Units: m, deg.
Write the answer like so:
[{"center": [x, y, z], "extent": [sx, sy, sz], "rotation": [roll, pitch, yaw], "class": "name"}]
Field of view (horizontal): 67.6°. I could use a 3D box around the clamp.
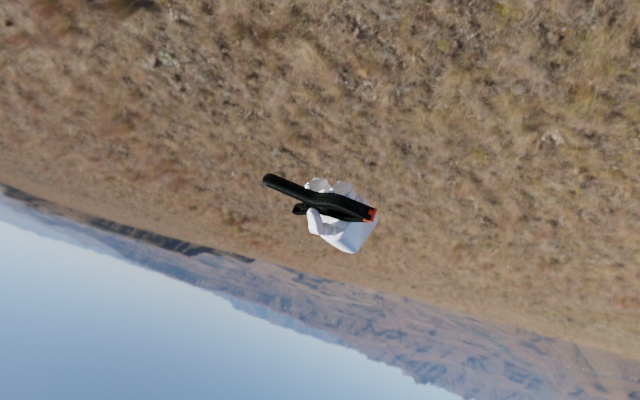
[{"center": [0.000, 0.004, 0.895], "extent": [0.210, 0.036, 0.165], "rotation": [10, -18, 31], "class": "clamp"}]
